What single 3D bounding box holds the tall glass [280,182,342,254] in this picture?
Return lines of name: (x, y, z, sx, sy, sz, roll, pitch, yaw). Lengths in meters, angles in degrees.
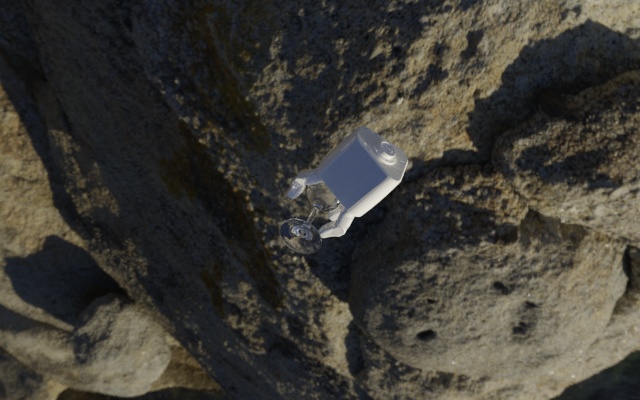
tall glass: (0.000, 0.003, 0.857, 0.079, 0.079, 0.201, 0, 35, 24)
